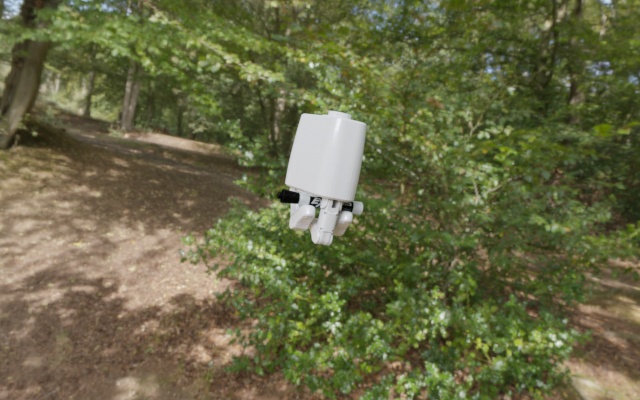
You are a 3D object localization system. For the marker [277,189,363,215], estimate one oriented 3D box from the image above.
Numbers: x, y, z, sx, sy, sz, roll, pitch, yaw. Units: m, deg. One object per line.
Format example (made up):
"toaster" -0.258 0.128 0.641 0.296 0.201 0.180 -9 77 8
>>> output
"marker" 0.000 0.002 0.648 0.121 0.020 0.020 10 -3 -20
